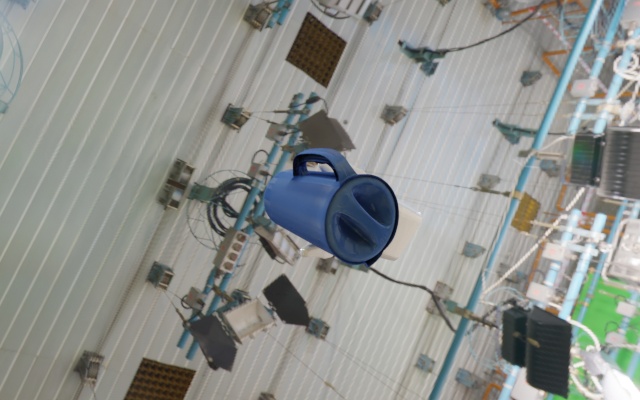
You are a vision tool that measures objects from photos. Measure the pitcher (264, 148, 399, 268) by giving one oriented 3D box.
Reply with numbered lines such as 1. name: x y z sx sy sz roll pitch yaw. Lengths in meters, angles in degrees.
1. pitcher: 0.000 0.003 0.778 0.145 0.149 0.243 20 -2 -33
